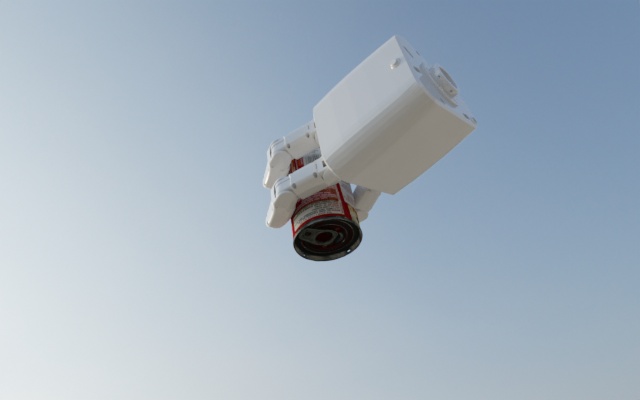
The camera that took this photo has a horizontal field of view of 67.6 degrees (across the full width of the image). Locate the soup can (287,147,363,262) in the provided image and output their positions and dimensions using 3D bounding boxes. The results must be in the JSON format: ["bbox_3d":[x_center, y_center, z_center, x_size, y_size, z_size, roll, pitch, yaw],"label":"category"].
[{"bbox_3d":[0.000,0.002,0.491,0.068,0.102,0.069,-6,-41,-6],"label":"soup can"}]
